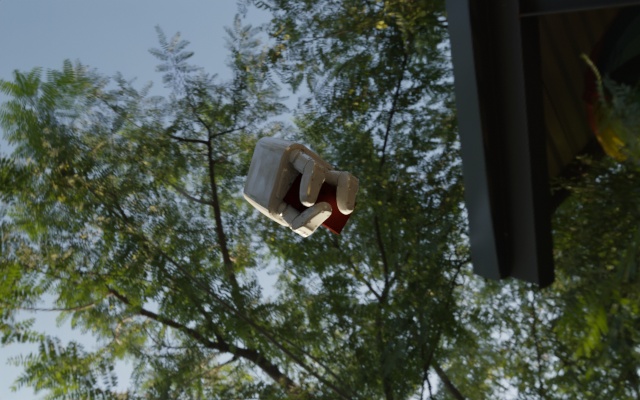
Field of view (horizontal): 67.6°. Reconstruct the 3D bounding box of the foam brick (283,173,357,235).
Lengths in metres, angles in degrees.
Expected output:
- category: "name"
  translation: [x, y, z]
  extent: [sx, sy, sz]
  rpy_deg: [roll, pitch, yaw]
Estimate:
- category: "foam brick"
  translation: [0.000, 0.002, 0.659]
  extent: [0.078, 0.053, 0.051]
  rpy_deg: [34, -3, -34]
